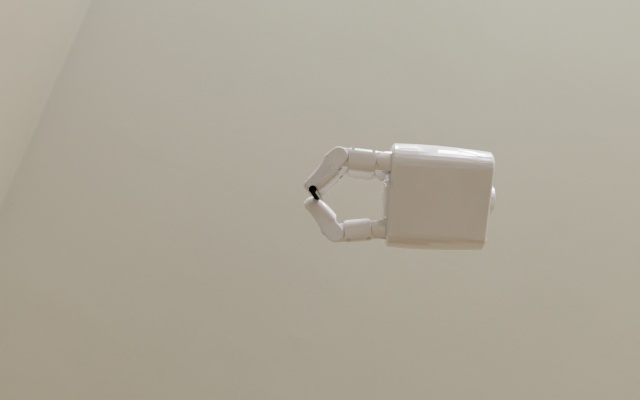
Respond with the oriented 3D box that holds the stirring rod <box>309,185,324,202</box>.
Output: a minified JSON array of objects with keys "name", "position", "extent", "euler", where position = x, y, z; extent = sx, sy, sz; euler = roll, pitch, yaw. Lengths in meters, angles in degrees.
[{"name":"stirring rod","position":[0.000,0.002,0.591],"extent":[0.011,0.011,0.239],"euler":[0,-6,4]}]
